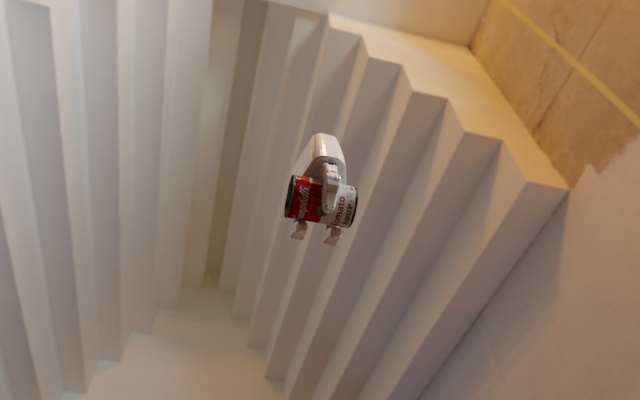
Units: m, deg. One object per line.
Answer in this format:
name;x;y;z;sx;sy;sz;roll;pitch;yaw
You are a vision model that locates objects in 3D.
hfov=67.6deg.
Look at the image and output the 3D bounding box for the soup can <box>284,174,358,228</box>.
soup can;0.000;0.003;0.740;0.102;0.068;0.068;11;-2;-10
